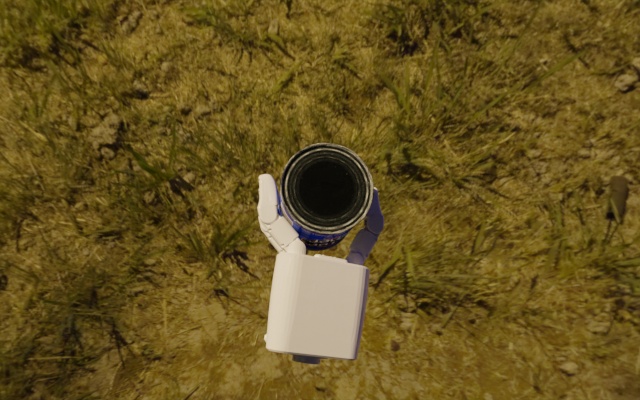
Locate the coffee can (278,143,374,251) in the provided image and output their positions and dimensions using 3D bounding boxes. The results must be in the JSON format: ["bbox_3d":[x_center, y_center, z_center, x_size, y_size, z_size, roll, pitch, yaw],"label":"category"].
[{"bbox_3d":[0.000,0.002,0.581,0.103,0.102,0.140,0,-13,-6],"label":"coffee can"}]
